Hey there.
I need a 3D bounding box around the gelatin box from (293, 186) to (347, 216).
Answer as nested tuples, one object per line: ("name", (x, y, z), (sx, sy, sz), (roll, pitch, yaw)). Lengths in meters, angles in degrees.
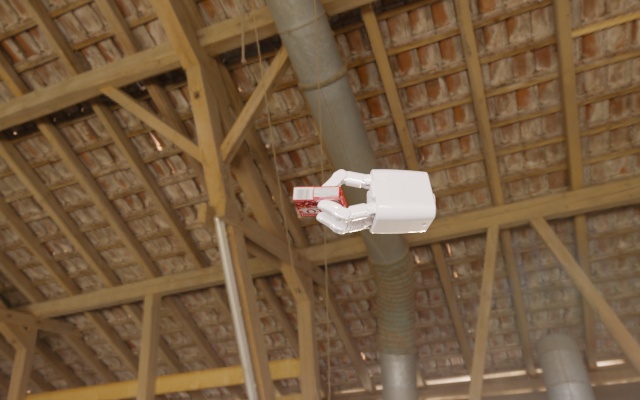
("gelatin box", (0.000, 0.002, 0.879), (0.089, 0.030, 0.073), (-1, -25, 11))
